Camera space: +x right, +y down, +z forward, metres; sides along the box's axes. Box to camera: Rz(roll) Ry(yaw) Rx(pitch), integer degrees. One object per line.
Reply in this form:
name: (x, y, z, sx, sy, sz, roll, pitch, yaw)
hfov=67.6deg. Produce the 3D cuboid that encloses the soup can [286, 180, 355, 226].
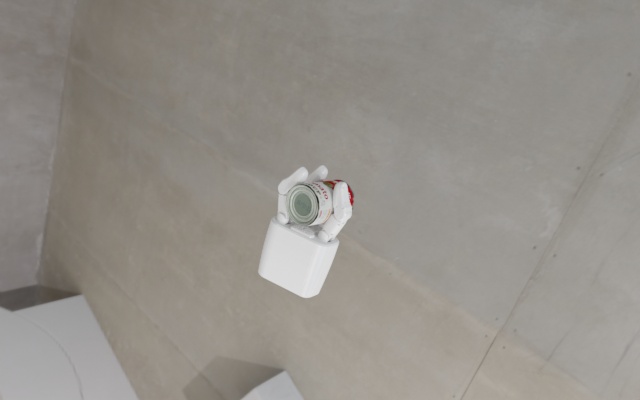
soup can: (0.000, 0.002, 0.779, 0.068, 0.068, 0.102, 0, 6, 37)
